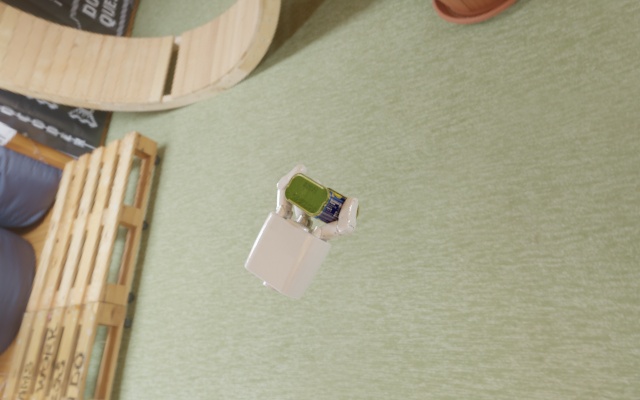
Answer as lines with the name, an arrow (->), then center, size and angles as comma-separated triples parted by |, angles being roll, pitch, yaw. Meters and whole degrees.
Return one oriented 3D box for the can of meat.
can of meat -> 0.000, 0.002, 0.792 | 0.102, 0.057, 0.084 | 31, 2, 43
